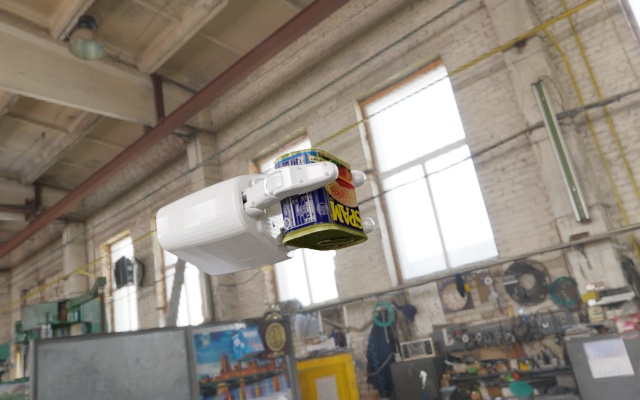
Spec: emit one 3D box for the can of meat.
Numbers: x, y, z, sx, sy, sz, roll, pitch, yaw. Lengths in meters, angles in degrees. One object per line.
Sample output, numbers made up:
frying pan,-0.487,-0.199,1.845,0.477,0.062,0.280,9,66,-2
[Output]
can of meat,0.000,0.001,0.480,0.057,0.084,0.102,-19,-19,25
